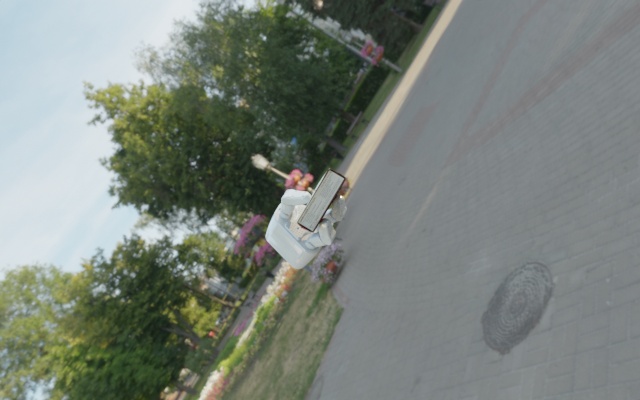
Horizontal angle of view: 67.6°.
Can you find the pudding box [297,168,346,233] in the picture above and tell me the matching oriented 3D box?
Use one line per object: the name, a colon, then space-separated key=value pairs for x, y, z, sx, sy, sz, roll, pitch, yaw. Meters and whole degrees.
pudding box: x=0.000 y=0.003 z=0.847 sx=0.039 sy=0.113 sz=0.090 roll=29 pitch=-4 yaw=-1
